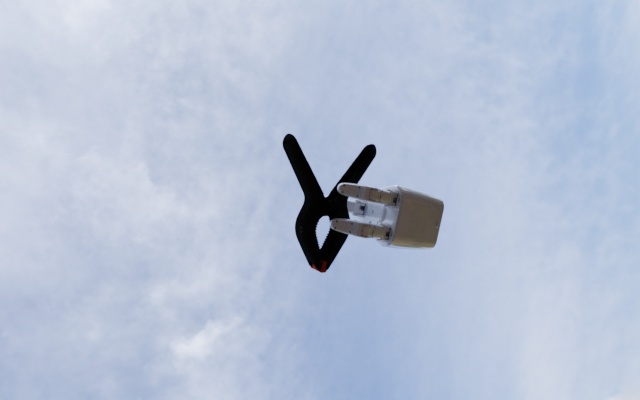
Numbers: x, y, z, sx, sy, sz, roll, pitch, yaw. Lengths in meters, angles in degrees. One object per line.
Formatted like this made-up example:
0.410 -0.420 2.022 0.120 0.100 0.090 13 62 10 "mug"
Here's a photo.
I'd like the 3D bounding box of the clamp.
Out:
0.000 0.003 0.718 0.164 0.210 0.036 10 3 -34 "clamp"
